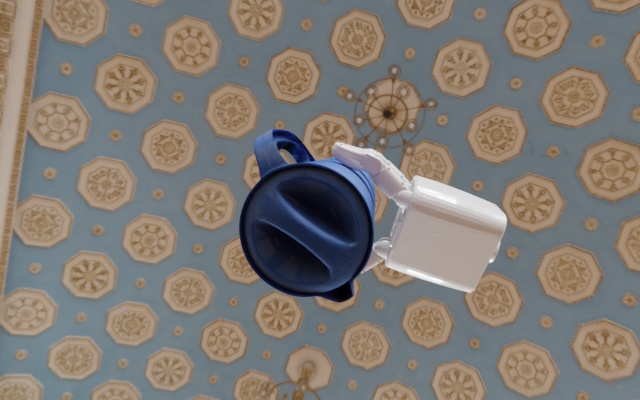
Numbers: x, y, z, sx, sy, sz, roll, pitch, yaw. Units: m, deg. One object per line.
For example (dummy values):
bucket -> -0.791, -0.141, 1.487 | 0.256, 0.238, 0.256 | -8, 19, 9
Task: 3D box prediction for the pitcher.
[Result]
pitcher -> 0.000, 0.002, 0.567 | 0.145, 0.149, 0.243 | 17, 12, 7
